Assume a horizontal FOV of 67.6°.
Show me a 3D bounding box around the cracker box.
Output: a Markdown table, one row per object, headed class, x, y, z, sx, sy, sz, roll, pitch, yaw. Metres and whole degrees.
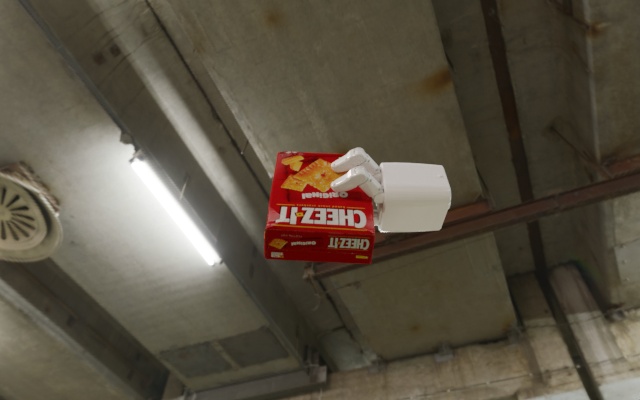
| class | x | y | z | sx | sy | sz | roll | pitch | yaw |
| --- | --- | --- | --- | --- | --- | --- | --- | --- | --- |
| cracker box | 0.000 | 0.003 | 0.786 | 0.164 | 0.072 | 0.213 | 2 | 38 | -1 |
